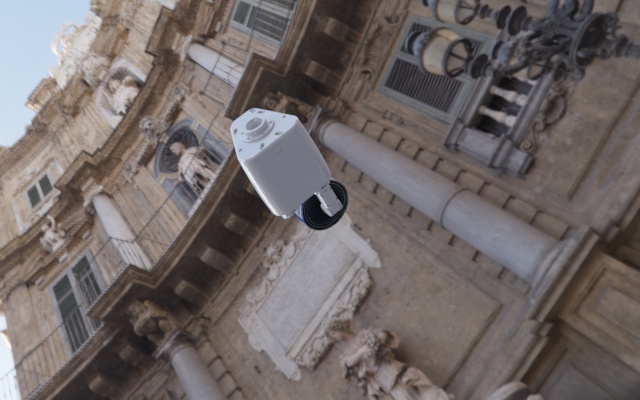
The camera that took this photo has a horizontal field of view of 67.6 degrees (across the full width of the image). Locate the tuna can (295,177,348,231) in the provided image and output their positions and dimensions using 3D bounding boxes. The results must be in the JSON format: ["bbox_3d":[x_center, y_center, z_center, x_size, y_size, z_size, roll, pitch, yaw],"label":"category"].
[{"bbox_3d":[0.000,0.002,0.760,0.086,0.086,0.033,0,23,-35],"label":"tuna can"}]
